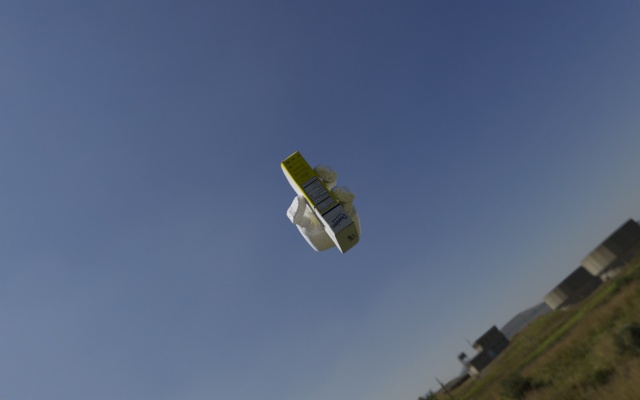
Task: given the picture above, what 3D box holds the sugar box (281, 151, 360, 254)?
[{"bbox_3d":[0.001,0.002,0.840,0.048,0.176,0.093,-37,-26,-7],"label":"sugar box"}]
